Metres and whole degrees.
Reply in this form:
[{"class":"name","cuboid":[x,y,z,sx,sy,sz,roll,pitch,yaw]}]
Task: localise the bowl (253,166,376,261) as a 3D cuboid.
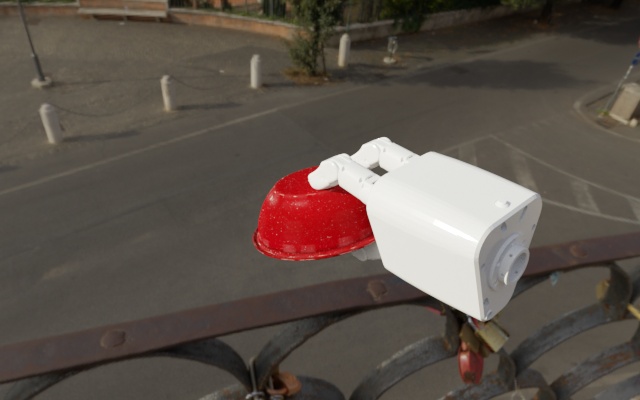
[{"class":"bowl","cuboid":[-0.001,0.001,0.517,0.162,0.055,0.162,-11,21,4]}]
